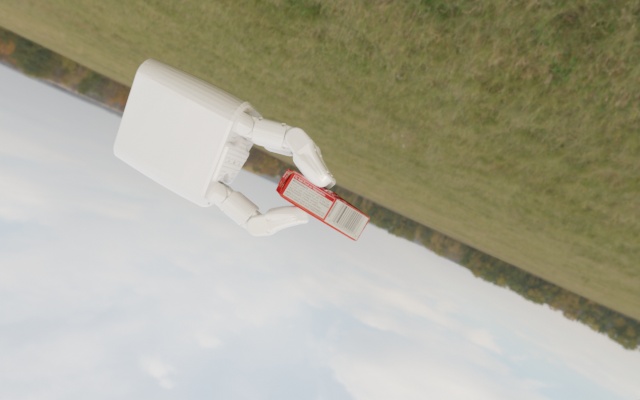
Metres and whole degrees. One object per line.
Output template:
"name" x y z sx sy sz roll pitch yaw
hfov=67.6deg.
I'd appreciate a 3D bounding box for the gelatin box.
"gelatin box" 0.000 0.002 0.479 0.089 0.030 0.073 31 1 -8
